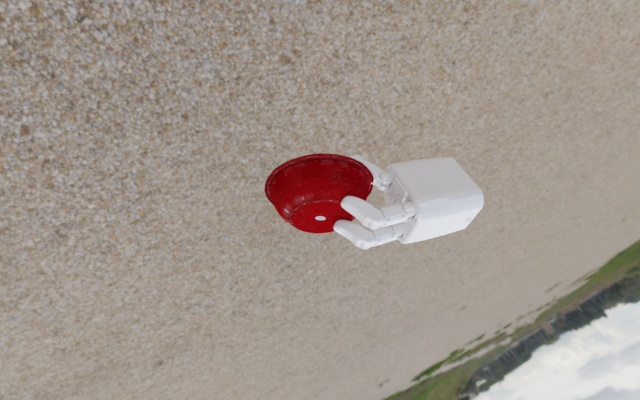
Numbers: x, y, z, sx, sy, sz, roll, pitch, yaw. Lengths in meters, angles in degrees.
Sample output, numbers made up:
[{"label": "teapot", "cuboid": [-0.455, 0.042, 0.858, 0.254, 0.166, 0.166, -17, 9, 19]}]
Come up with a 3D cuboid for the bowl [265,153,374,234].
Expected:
[{"label": "bowl", "cuboid": [-0.001, 0.003, 0.690, 0.162, 0.055, 0.162, -3, -33, -2]}]
